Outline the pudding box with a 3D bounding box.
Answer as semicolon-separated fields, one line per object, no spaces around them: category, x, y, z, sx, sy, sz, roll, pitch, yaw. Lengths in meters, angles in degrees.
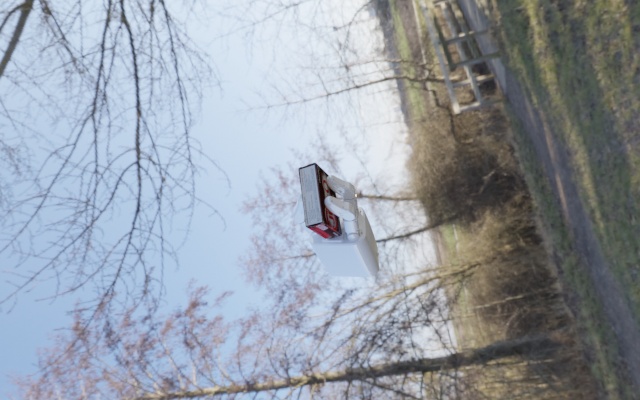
pudding box;0.000;0.003;0.835;0.039;0.113;0.090;-17;-22;16
